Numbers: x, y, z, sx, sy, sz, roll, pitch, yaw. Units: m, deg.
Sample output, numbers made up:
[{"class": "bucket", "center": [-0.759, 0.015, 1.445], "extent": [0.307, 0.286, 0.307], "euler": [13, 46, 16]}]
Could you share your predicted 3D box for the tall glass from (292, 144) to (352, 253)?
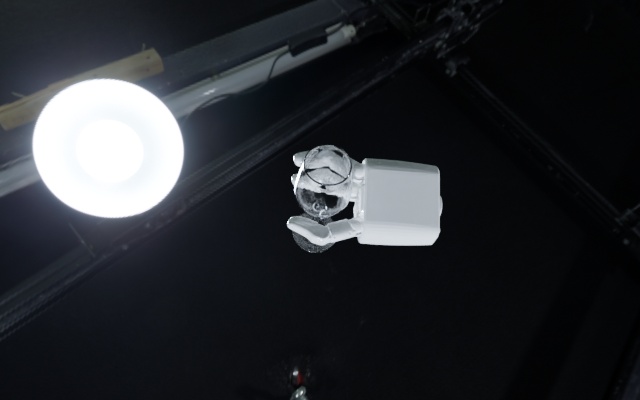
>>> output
[{"class": "tall glass", "center": [0.000, 0.003, 0.681], "extent": [0.079, 0.079, 0.201], "euler": [0, -28, -6]}]
